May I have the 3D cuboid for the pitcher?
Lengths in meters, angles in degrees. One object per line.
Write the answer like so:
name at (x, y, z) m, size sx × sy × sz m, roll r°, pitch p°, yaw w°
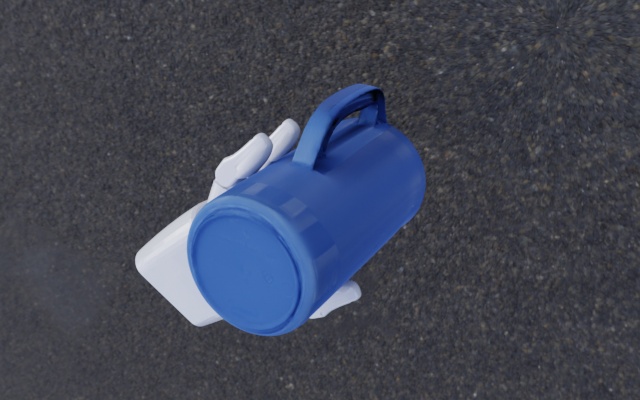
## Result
pitcher at (0.000, 0.002, 0.422) m, size 0.145 × 0.149 × 0.242 m, roll -30°, pitch 3°, yaw 32°
